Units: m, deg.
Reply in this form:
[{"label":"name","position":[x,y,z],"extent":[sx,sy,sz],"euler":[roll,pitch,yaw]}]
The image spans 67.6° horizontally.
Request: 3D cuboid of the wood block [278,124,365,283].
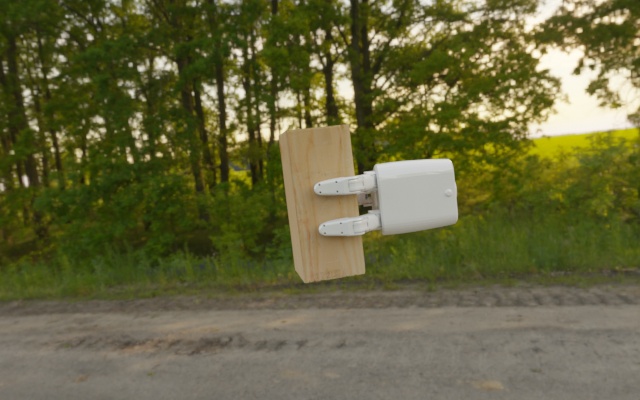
[{"label":"wood block","position":[0.000,0.002,0.684],"extent":[0.090,0.206,0.091],"euler":[-7,5,-10]}]
